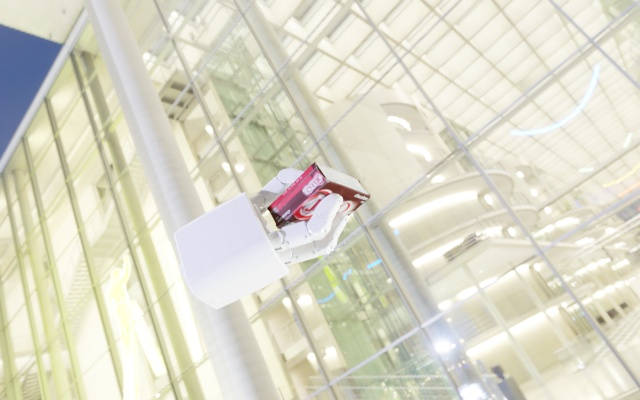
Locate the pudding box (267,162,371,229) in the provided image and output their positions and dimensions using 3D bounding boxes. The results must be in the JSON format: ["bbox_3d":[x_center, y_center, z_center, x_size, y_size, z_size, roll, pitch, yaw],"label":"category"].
[{"bbox_3d":[0.000,0.002,0.614,0.090,0.039,0.113,-42,-27,21],"label":"pudding box"}]
